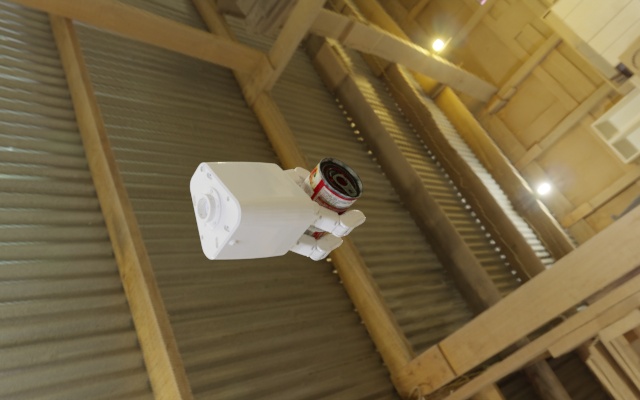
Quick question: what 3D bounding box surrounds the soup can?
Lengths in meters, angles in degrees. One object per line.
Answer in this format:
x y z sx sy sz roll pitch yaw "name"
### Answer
0.000 0.002 0.635 0.068 0.068 0.102 0 -39 -43 "soup can"
